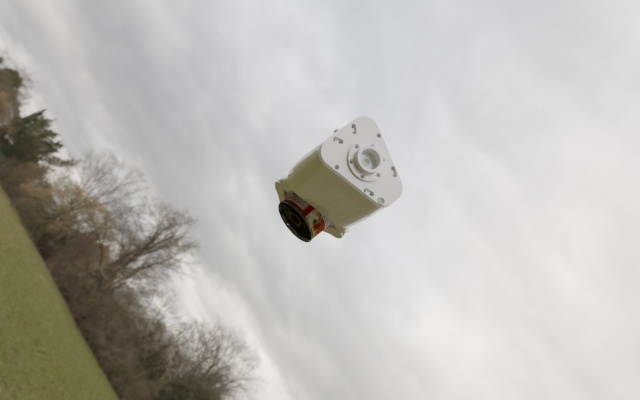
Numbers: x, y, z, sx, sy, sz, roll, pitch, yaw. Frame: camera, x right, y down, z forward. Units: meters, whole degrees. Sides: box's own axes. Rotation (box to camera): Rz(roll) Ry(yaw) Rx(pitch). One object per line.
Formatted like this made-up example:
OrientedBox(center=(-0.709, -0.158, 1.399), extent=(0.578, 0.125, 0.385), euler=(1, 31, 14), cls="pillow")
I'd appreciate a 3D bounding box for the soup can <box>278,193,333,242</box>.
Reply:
OrientedBox(center=(0.000, 0.002, 0.676), extent=(0.102, 0.068, 0.068), euler=(-38, 19, -26), cls="soup can")
